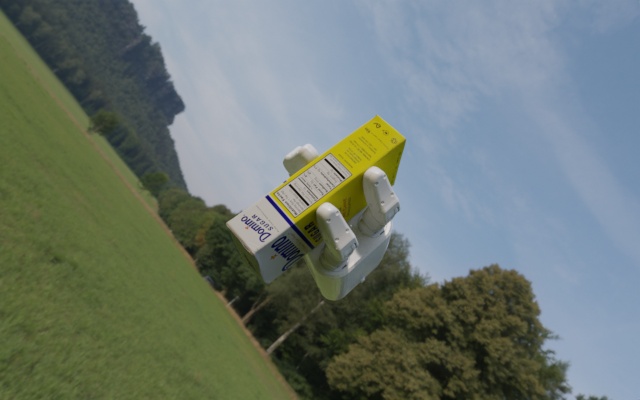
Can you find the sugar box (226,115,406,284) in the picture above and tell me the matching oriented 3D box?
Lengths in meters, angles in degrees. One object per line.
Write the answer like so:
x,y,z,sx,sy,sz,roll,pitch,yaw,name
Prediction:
0.001,0.002,0.456,0.176,0.048,0.093,-40,-21,-16,sugar box
